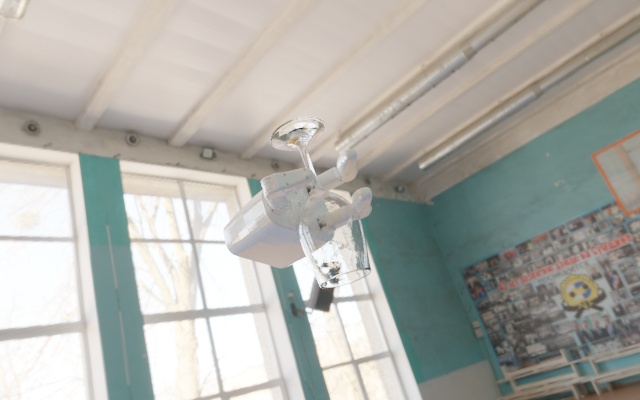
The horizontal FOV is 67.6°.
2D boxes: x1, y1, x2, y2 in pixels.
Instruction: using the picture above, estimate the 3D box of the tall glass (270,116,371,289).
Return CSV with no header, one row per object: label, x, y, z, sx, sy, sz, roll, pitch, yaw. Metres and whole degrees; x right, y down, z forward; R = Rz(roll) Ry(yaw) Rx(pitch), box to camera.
tall glass,0.000,0.001,0.579,0.079,0.201,0.079,-16,-22,-7
